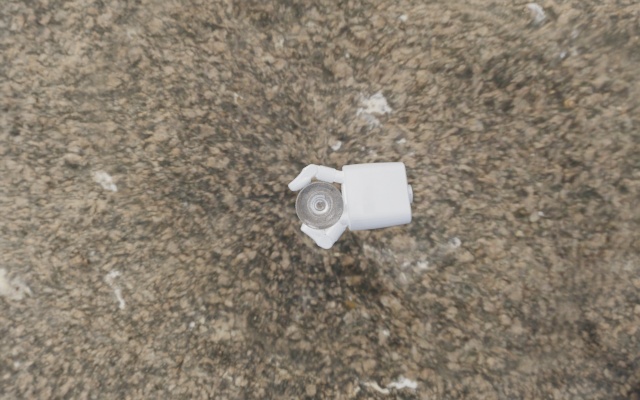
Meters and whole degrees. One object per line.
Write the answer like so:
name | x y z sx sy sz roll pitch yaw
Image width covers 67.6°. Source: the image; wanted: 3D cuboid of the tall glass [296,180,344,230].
tall glass | 0.000 0.003 0.830 0.079 0.079 0.201 0 3 0
